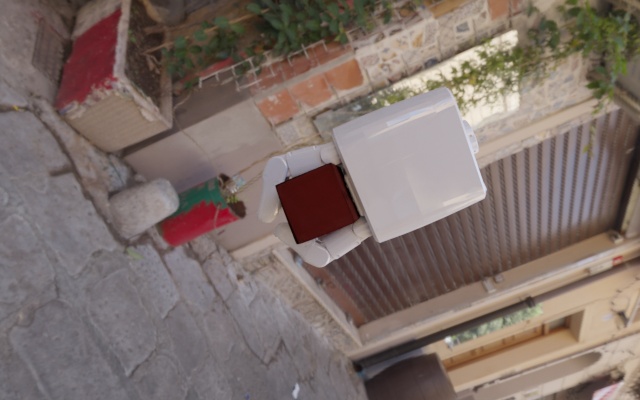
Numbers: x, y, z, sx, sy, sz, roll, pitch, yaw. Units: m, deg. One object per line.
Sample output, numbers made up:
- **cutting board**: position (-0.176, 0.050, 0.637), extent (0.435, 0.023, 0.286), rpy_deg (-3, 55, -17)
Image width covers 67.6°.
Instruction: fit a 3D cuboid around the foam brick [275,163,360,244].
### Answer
- **foam brick**: position (0.000, 0.001, 0.414), extent (0.051, 0.053, 0.078), rpy_deg (-21, 0, 8)
